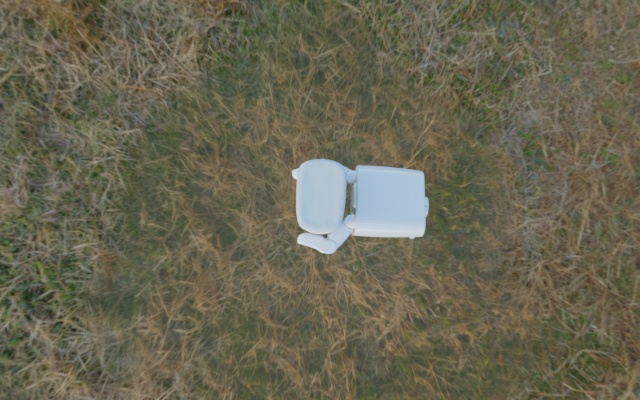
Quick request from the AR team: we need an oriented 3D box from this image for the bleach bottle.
[{"bbox_3d":[0.000,0.003,0.763,0.068,0.102,0.251,3,-3,0],"label":"bleach bottle"}]
